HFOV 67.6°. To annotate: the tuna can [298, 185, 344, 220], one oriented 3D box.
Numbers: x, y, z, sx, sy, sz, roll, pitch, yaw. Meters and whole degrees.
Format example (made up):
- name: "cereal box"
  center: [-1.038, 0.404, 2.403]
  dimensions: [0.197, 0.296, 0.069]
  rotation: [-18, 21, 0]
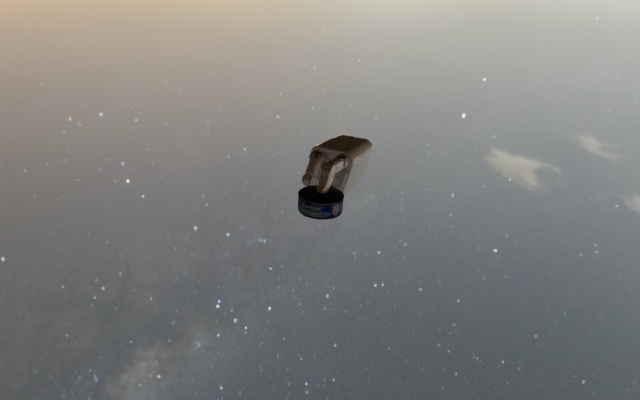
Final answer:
- name: "tuna can"
  center: [0.000, 0.003, 0.890]
  dimensions: [0.086, 0.034, 0.086]
  rotation: [4, 24, -2]
